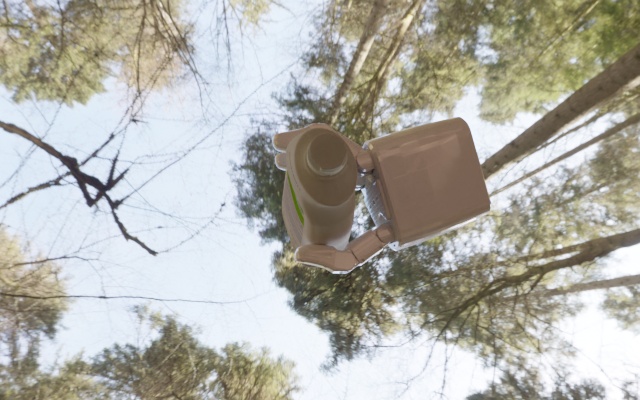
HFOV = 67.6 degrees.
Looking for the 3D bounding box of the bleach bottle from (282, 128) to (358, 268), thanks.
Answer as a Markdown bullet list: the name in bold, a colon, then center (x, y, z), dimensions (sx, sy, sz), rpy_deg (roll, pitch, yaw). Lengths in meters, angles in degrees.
- **bleach bottle**: center (0.000, 0.001, 0.474), dimensions (0.068, 0.102, 0.251), rpy_deg (-20, -12, -9)
